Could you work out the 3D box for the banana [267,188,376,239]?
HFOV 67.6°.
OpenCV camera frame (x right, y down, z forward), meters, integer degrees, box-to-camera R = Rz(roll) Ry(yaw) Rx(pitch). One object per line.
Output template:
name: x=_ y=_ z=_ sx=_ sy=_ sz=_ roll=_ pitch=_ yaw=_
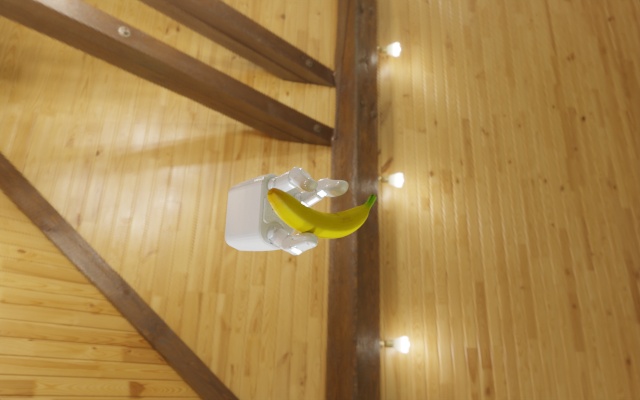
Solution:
banana: x=0.002 y=0.021 z=0.693 sx=0.198 sy=0.069 sz=0.037 roll=3 pitch=-1 yaw=-41
